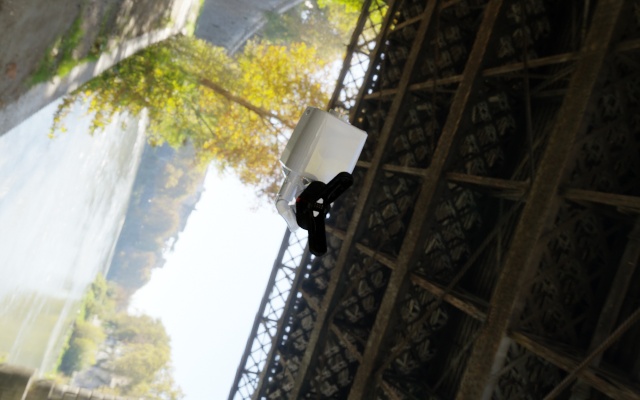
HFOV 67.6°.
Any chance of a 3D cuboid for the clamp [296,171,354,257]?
[{"bbox_3d":[0.001,0.003,0.705,0.039,0.120,0.171,27,7,-21],"label":"clamp"}]
